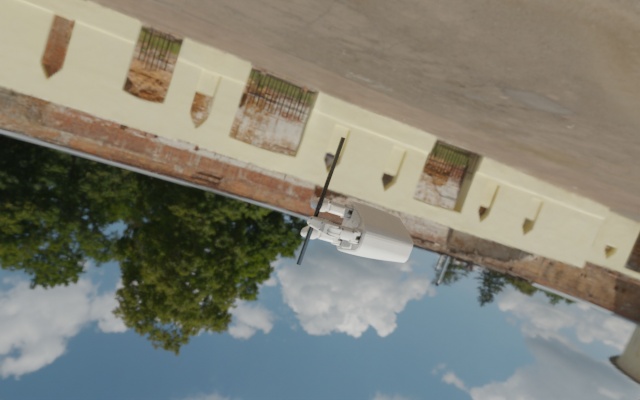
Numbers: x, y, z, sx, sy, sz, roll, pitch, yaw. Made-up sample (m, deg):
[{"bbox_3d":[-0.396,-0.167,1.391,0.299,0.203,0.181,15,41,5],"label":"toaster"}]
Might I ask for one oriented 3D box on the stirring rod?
[{"bbox_3d":[0.000,0.003,0.846,0.011,0.239,0.011,19,8,-3],"label":"stirring rod"}]
